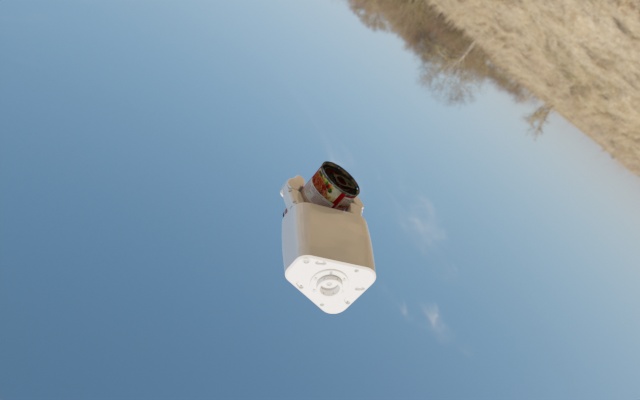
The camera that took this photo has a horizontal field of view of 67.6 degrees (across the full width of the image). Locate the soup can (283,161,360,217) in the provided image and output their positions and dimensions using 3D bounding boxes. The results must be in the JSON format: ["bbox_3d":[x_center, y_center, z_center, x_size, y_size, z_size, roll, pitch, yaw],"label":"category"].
[{"bbox_3d":[0.000,0.002,0.699,0.068,0.068,0.102,0,-43,-53],"label":"soup can"}]
